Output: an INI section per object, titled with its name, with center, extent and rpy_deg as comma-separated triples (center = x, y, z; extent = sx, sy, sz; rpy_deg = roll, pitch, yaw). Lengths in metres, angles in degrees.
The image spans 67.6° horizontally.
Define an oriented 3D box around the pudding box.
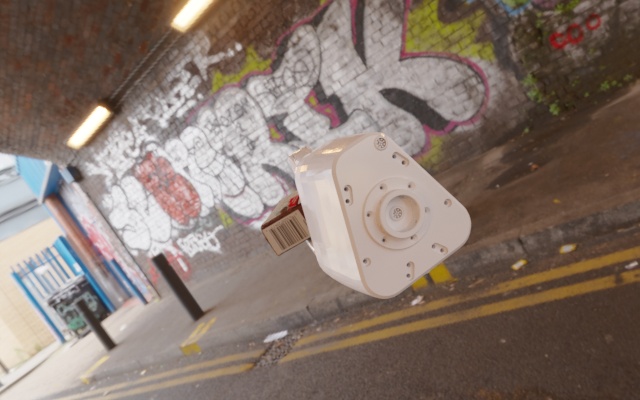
[pudding box]
center = 0.000, 0.002, 0.498
extent = 0.113, 0.039, 0.090
rpy_deg = -29, 11, 16
